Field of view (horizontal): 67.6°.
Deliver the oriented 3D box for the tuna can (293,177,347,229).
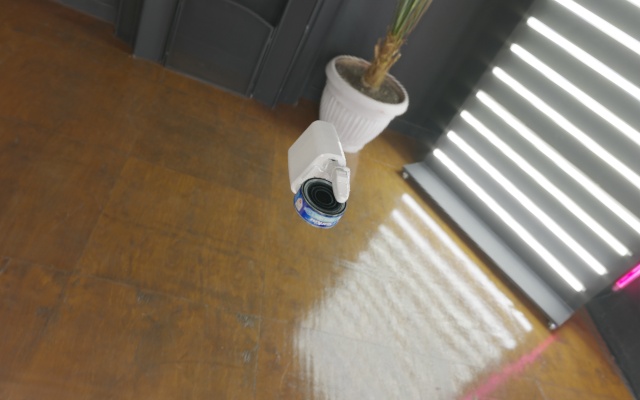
[{"bbox_3d":[0.000,0.002,0.791,0.086,0.086,0.034,0,-39,-33],"label":"tuna can"}]
